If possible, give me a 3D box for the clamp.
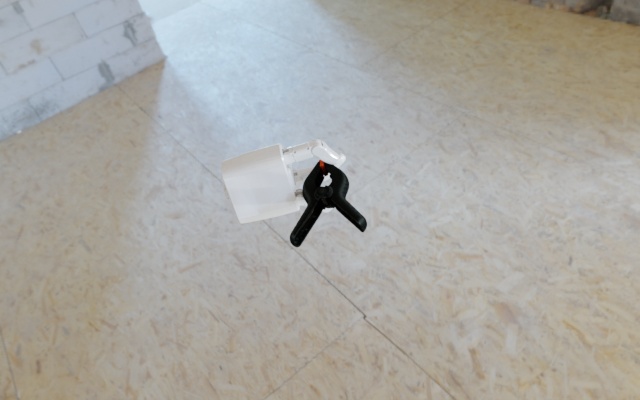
[{"bbox_3d":[0.000,0.002,0.767,0.120,0.039,0.171,-16,43,2],"label":"clamp"}]
